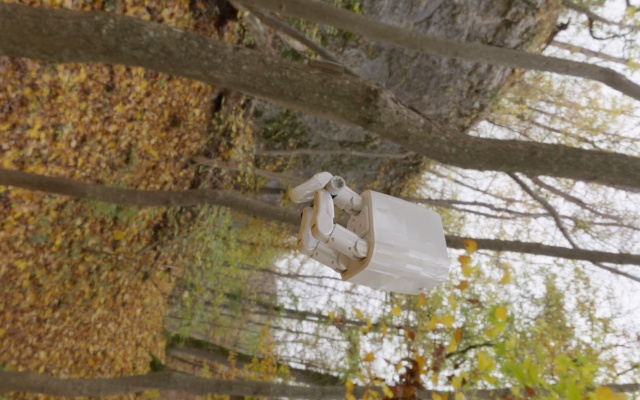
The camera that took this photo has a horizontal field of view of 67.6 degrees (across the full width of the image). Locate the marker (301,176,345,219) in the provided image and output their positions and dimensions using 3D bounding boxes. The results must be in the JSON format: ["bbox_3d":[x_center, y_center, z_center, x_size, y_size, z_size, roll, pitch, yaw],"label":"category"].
[{"bbox_3d":[0.000,0.002,0.603,0.020,0.020,0.121,0,-22,-21],"label":"marker"}]
